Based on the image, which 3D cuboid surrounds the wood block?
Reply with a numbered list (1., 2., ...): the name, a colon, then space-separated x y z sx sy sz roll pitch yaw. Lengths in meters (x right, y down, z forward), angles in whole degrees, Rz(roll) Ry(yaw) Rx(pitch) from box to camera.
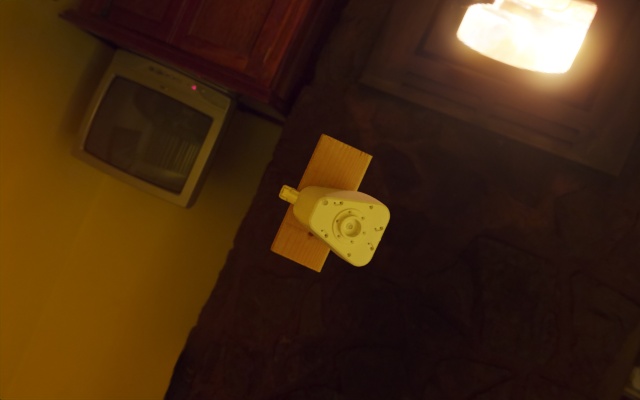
1. wood block: 0.000 0.003 0.808 0.091 0.206 0.090 25 2 -2
